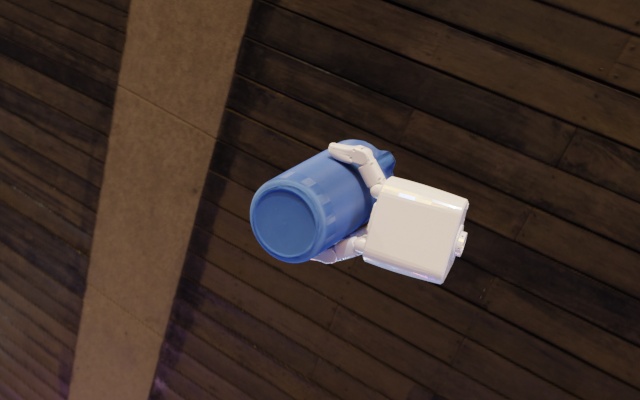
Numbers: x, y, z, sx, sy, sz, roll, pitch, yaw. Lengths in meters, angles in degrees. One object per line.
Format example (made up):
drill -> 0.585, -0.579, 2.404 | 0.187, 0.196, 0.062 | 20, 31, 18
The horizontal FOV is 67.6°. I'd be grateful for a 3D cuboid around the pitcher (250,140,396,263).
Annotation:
pitcher -> 0.000, 0.002, 0.678 | 0.145, 0.149, 0.242 | 18, 22, 21
